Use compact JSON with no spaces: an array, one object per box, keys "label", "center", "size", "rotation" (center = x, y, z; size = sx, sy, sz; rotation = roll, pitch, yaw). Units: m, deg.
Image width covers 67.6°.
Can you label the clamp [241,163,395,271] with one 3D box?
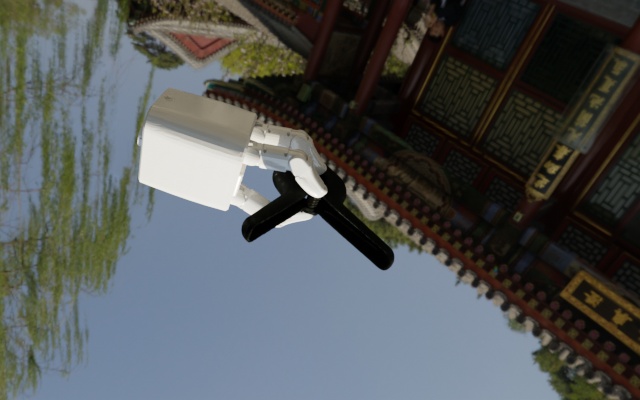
[{"label":"clamp","center":[0.000,0.002,0.561],"size":[0.164,0.036,0.209],"rotation":[18,29,-11]}]
